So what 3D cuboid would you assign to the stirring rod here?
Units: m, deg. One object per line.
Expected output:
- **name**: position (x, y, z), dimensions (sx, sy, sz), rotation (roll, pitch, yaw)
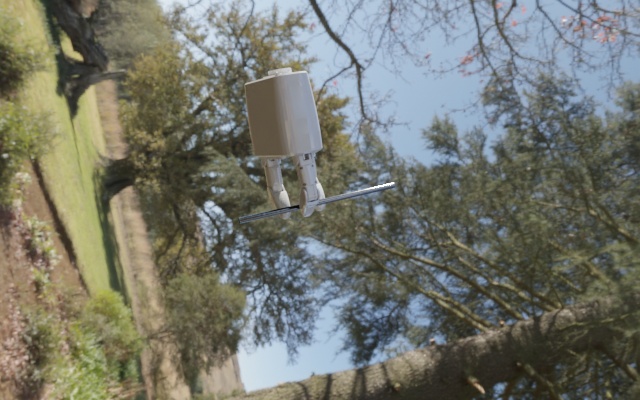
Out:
- **stirring rod**: position (0.000, 0.002, 0.691), dimensions (0.239, 0.011, 0.011), rotation (-13, 4, -18)
